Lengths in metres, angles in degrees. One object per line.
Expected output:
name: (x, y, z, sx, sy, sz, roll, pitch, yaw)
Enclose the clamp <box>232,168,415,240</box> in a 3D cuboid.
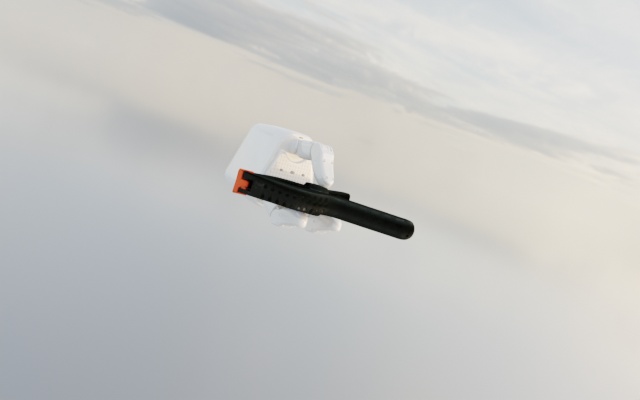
clamp: (0.000, 0.001, 0.573, 0.210, 0.036, 0.164, 13, 6, -37)
